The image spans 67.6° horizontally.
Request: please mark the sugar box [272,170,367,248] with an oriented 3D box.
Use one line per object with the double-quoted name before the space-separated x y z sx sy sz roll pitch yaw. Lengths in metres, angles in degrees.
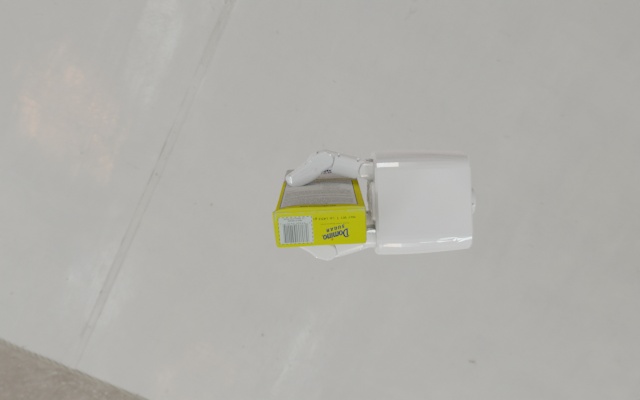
"sugar box" 0.000 0.002 0.552 0.093 0.048 0.176 -2 14 2
